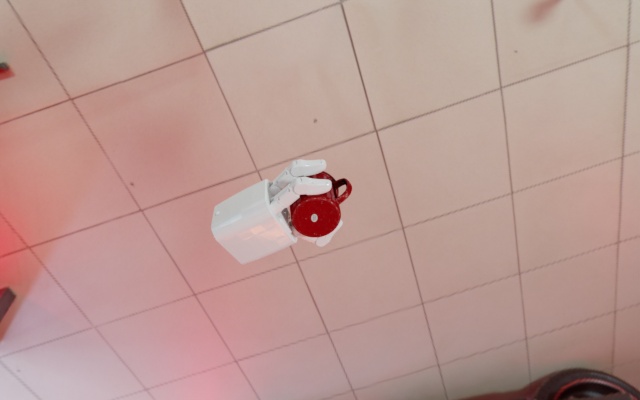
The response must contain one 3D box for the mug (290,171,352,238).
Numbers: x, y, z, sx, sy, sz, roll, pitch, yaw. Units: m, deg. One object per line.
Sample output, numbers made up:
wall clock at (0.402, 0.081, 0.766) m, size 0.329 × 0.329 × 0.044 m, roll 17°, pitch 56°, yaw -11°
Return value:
mug at (0.001, 0.002, 0.792) m, size 0.117 × 0.093 × 0.081 m, roll -26°, pitch 32°, yaw 10°
